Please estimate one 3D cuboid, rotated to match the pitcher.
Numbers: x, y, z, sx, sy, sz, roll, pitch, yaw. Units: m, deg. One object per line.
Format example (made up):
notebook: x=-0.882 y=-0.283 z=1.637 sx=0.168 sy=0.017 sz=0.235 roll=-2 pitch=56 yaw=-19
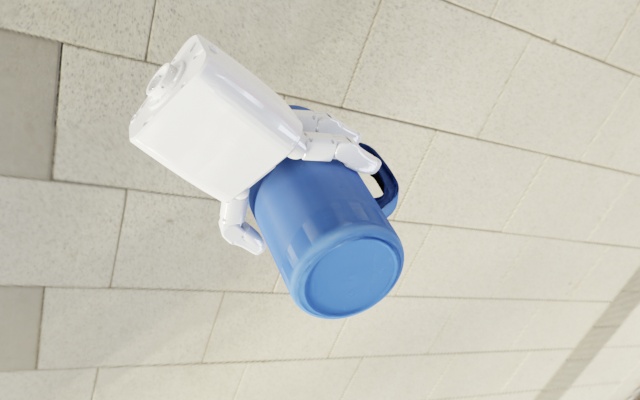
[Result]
pitcher: x=0.000 y=0.002 z=0.506 sx=0.145 sy=0.149 sz=0.242 roll=36 pitch=14 yaw=-36
